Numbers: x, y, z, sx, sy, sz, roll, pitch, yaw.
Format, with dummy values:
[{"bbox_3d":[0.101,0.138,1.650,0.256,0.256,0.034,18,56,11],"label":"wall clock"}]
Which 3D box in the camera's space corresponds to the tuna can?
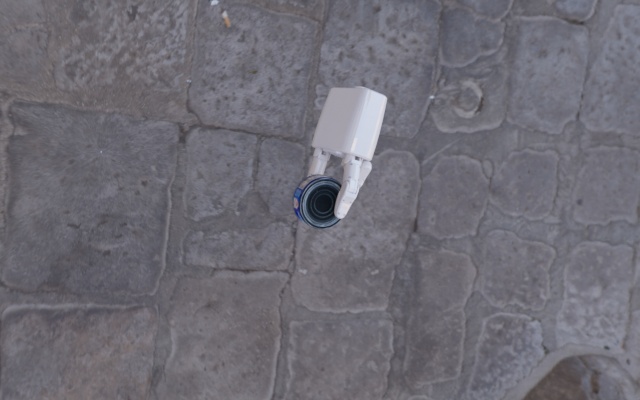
[{"bbox_3d":[0.000,0.003,0.765,0.086,0.086,0.033,0,11,-23],"label":"tuna can"}]
